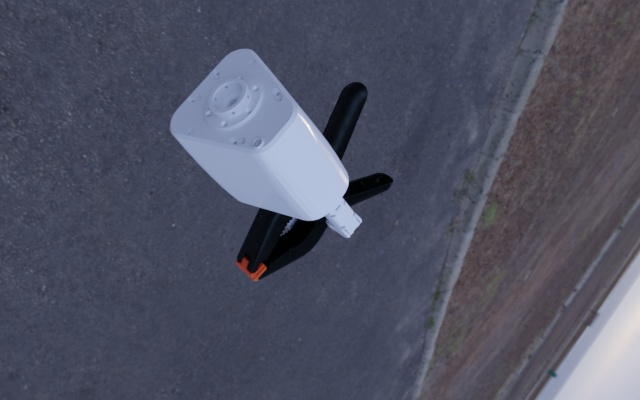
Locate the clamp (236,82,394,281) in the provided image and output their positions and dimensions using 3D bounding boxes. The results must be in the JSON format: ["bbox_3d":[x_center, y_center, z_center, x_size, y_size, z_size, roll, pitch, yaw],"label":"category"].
[{"bbox_3d":[0.000,0.002,0.502,0.036,0.210,0.165,34,-10,35],"label":"clamp"}]
